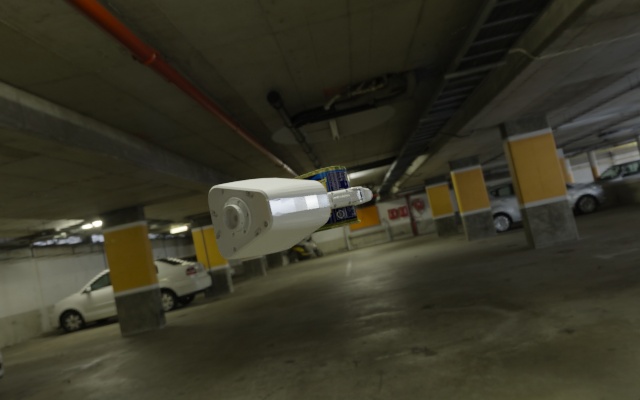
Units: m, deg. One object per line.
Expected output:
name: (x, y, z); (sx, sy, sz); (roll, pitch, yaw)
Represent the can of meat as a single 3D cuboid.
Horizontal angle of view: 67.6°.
can of meat: (0.000, 0.002, 0.689); (0.102, 0.084, 0.057); (-16, -5, 42)
